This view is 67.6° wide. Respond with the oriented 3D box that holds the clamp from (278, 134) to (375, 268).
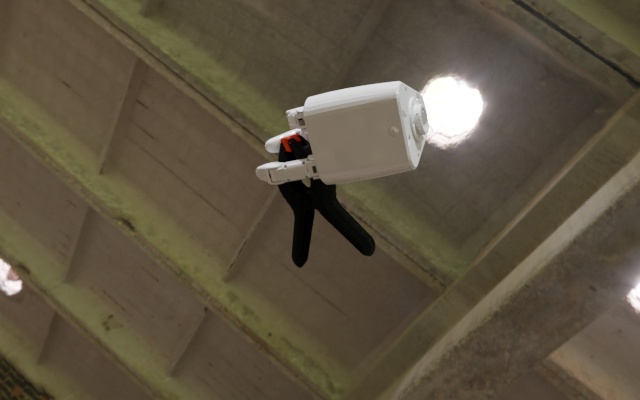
[{"bbox_3d":[0.000,0.002,0.581,0.120,0.171,0.039,-6,16,27],"label":"clamp"}]
